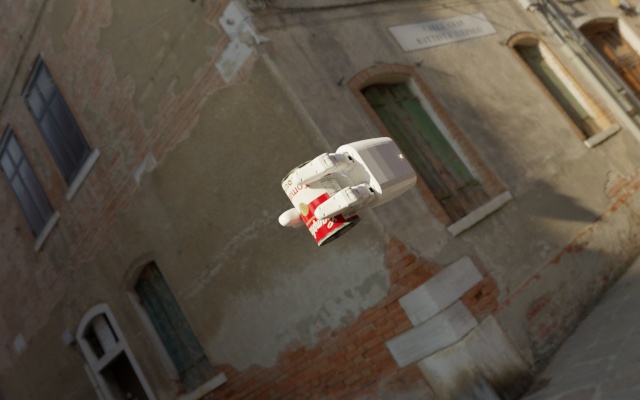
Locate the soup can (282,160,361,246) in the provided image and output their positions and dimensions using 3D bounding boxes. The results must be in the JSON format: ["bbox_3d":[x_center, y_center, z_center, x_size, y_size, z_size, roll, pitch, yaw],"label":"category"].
[{"bbox_3d":[0.000,0.002,0.658,0.068,0.102,0.068,-31,-12,-7],"label":"soup can"}]
